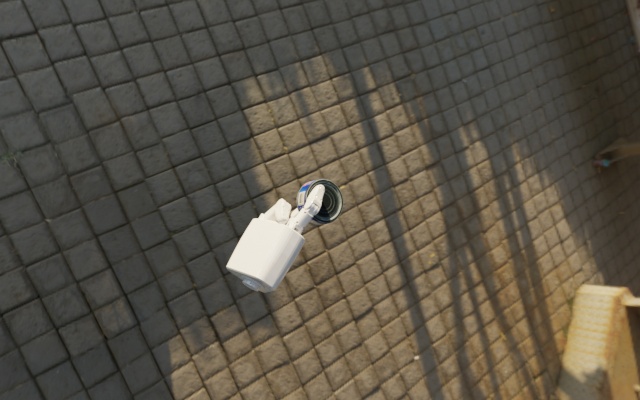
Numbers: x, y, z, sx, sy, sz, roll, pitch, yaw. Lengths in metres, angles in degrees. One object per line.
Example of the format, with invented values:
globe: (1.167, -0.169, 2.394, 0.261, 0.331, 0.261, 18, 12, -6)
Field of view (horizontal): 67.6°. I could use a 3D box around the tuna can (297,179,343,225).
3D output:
tuna can: (0.000, 0.003, 0.895, 0.086, 0.086, 0.034, 0, -7, -32)
